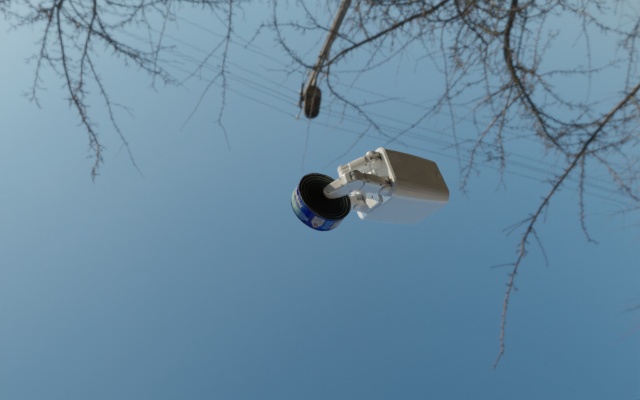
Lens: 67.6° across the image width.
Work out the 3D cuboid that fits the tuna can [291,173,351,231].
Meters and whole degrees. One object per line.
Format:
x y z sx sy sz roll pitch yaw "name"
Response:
0.000 0.003 0.704 0.086 0.086 0.034 0 -37 -34 "tuna can"
